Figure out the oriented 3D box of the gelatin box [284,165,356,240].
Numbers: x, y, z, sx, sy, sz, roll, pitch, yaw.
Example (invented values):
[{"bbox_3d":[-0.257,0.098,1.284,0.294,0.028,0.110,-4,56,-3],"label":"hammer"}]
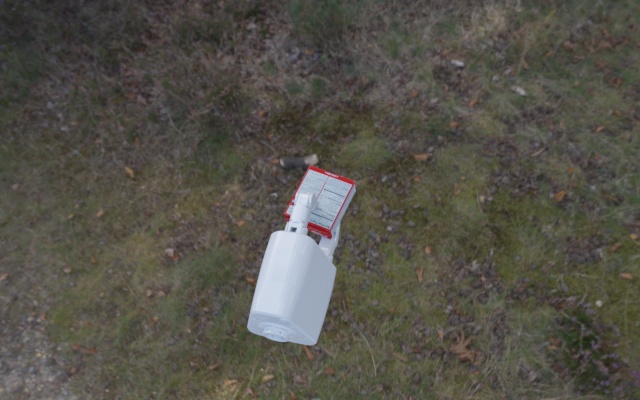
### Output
[{"bbox_3d":[0.000,0.002,0.682,0.073,0.089,0.030,20,-22,17],"label":"gelatin box"}]
